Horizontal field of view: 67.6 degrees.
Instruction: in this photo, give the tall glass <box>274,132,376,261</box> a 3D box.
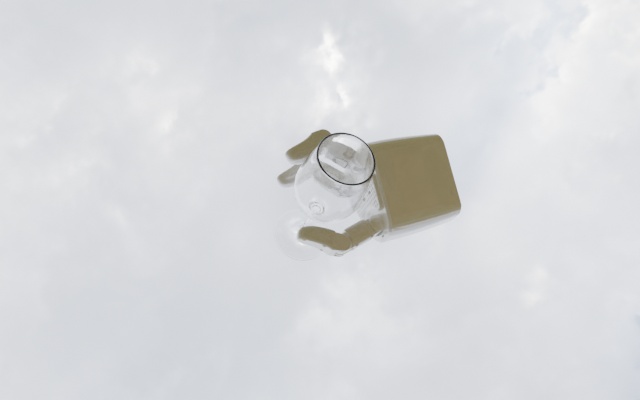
[{"bbox_3d":[0.000,0.002,0.557,0.079,0.079,0.201,0,-26,-17],"label":"tall glass"}]
